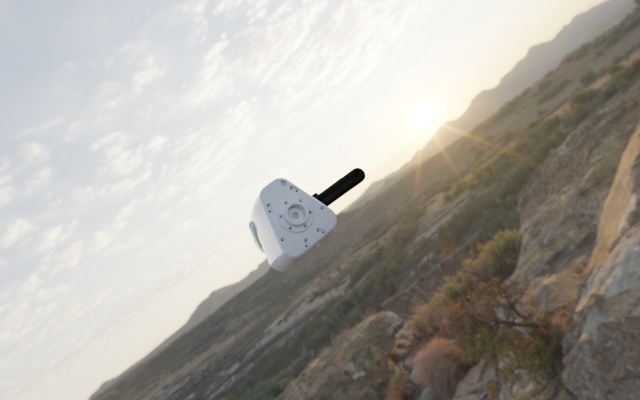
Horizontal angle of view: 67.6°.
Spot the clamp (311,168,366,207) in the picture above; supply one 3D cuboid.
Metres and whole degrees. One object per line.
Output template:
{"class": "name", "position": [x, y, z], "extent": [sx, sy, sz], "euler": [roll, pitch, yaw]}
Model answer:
{"class": "clamp", "position": [0.000, 0.002, 0.782], "extent": [0.171, 0.039, 0.120], "euler": [-39, -4, -20]}
